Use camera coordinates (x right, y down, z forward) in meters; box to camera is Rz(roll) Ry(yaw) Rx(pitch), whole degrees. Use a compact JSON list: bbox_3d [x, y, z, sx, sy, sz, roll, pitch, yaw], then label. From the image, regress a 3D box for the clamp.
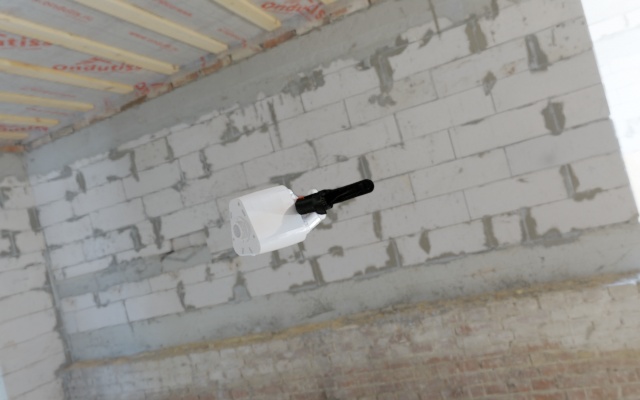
[{"bbox_3d":[0.000,0.002,0.834,0.120,0.039,0.171,-19,1,-40],"label":"clamp"}]
